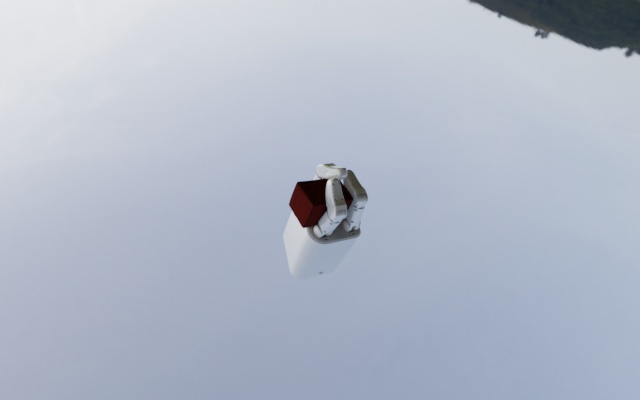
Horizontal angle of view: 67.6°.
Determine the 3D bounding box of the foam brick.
[{"bbox_3d":[0.000,0.002,0.731,0.078,0.053,0.051,-8,-39,-34],"label":"foam brick"}]
